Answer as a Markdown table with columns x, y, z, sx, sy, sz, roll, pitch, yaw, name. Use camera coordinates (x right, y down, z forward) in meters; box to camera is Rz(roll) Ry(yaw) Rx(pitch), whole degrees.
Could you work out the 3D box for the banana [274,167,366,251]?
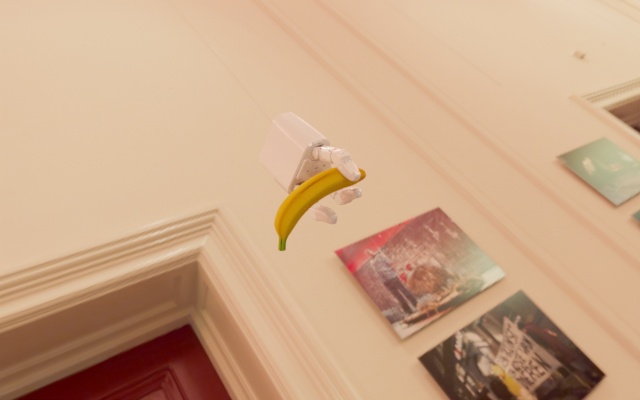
| x | y | z | sx | sy | sz | roll | pitch | yaw | name |
| --- | --- | --- | --- | --- | --- | --- | --- | --- | --- |
| -0.006 | -0.007 | 0.761 | 0.197 | 0.070 | 0.037 | -40 | 52 | -17 | banana |
